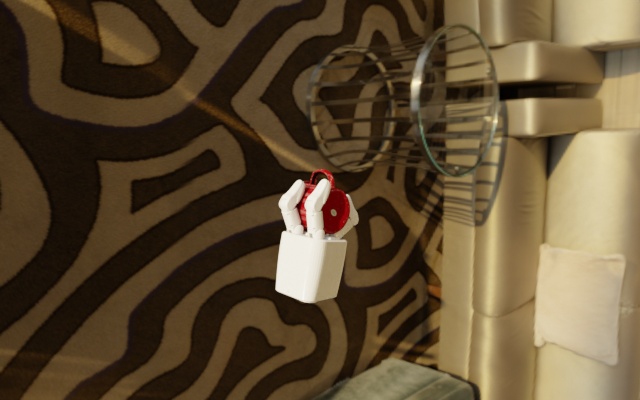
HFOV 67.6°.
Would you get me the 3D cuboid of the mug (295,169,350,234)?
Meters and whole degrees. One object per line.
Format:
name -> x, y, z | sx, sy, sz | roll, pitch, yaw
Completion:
mug -> 0.001, 0.001, 0.854 | 0.093, 0.117, 0.081 | 7, 2, -44
